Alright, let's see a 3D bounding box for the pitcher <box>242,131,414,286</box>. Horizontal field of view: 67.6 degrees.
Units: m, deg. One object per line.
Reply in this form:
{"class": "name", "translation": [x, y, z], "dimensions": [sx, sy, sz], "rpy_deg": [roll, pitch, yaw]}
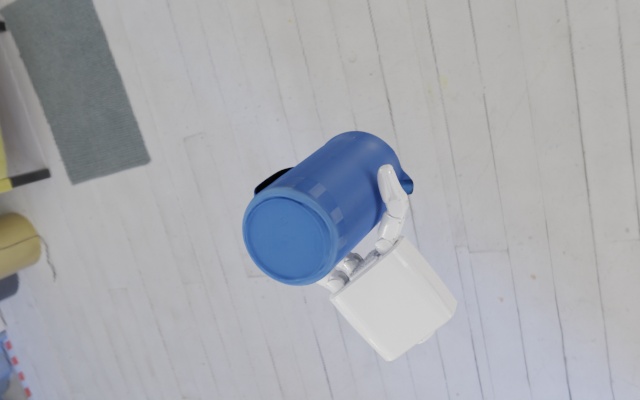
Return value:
{"class": "pitcher", "translation": [0.000, 0.002, 0.579], "dimensions": [0.149, 0.145, 0.242], "rpy_deg": [-40, -1, 29]}
